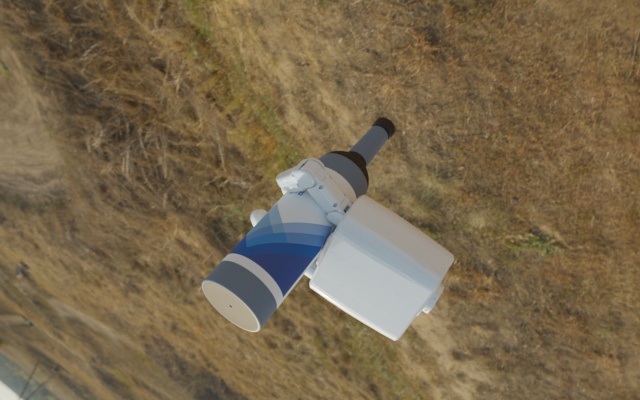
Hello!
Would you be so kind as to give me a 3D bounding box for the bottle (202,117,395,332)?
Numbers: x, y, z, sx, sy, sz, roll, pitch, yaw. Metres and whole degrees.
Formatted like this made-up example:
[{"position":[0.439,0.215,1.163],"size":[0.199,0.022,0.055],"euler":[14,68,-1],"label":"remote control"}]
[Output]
[{"position":[0.000,0.002,0.502],"size":[0.069,0.069,0.295],"euler":[0,39,44],"label":"bottle"}]
